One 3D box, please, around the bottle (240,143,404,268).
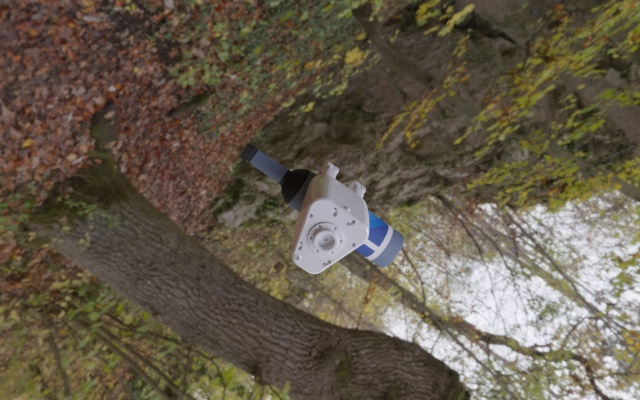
[{"bbox_3d":[0.000,0.003,0.776,0.296,0.069,0.069,35,-7,-10],"label":"bottle"}]
